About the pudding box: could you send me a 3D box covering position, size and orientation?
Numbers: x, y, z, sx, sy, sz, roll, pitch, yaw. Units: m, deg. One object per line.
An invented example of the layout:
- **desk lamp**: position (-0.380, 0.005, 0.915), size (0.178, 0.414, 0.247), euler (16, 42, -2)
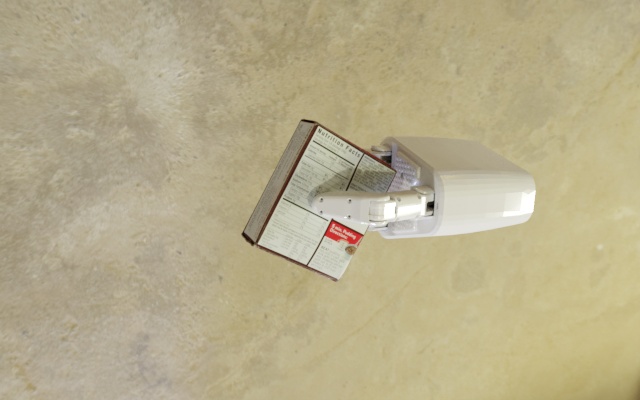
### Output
- **pudding box**: position (0.000, 0.001, 0.404), size (0.090, 0.113, 0.039), euler (28, -2, -26)
